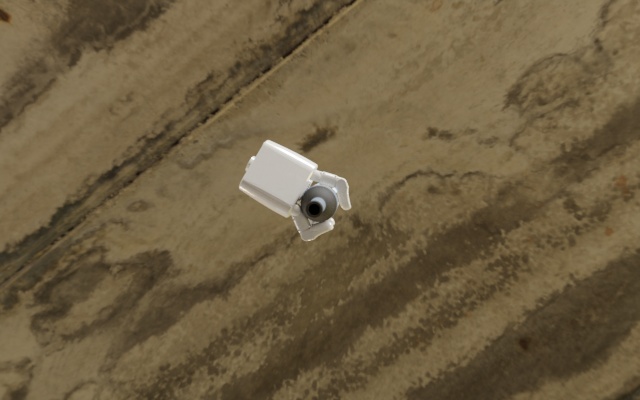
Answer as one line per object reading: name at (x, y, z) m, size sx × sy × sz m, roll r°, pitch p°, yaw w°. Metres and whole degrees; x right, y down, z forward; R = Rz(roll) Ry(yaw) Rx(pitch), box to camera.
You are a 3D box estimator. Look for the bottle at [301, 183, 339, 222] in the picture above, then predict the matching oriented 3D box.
bottle at (0.000, 0.003, 0.895) m, size 0.069 × 0.069 × 0.295 m, roll 0°, pitch 4°, yaw 4°
